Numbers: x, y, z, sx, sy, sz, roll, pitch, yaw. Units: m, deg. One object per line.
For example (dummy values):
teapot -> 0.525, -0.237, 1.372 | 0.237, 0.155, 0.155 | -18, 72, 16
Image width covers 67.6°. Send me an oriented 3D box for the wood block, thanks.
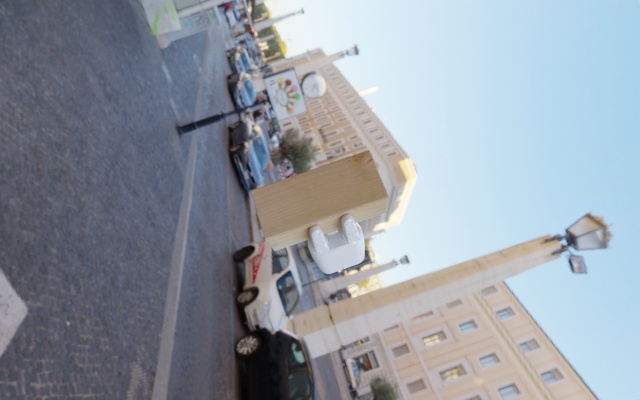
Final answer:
wood block -> 0.000, 0.002, 0.802 | 0.206, 0.090, 0.090 | -19, -19, -1
